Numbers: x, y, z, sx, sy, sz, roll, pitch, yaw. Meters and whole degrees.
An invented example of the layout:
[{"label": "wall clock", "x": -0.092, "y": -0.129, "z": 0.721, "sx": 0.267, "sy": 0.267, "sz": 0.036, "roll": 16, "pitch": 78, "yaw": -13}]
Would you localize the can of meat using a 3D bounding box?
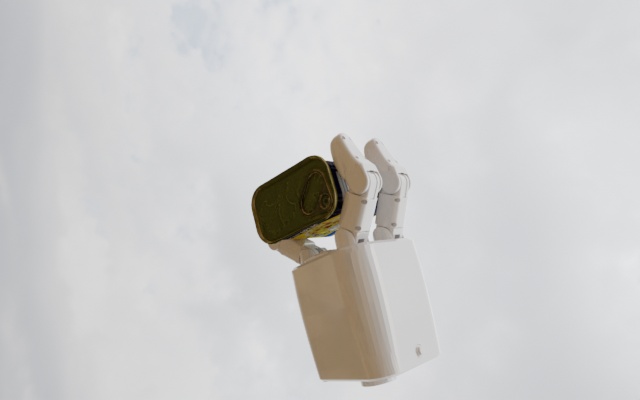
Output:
[{"label": "can of meat", "x": 0.000, "y": 0.001, "z": 0.453, "sx": 0.102, "sy": 0.057, "sz": 0.084, "roll": -28, "pitch": -19, "yaw": 38}]
